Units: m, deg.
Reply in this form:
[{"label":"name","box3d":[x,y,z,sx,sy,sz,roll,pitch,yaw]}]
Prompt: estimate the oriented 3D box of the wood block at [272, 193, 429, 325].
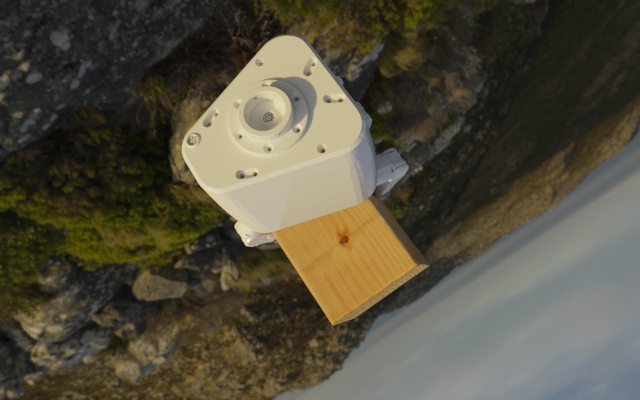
[{"label":"wood block","box3d":[0.000,0.002,0.450,0.091,0.206,0.090,-38,-17,9]}]
